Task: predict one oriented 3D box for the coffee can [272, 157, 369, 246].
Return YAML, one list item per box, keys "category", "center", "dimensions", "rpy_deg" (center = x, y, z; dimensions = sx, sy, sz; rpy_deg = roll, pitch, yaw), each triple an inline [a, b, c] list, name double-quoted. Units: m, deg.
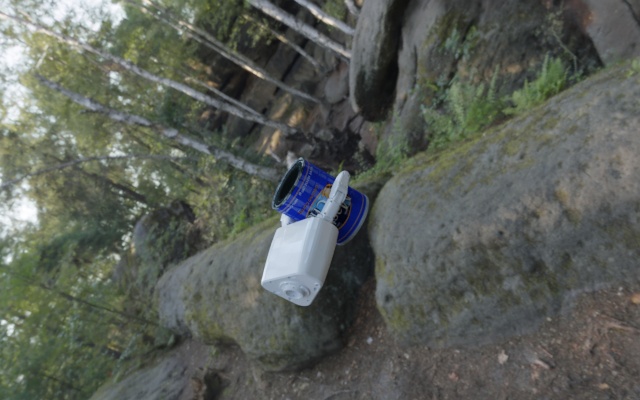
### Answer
- category: "coffee can"
  center: [0.000, 0.003, 0.844]
  dimensions: [0.140, 0.103, 0.103]
  rpy_deg: [30, -10, -18]
